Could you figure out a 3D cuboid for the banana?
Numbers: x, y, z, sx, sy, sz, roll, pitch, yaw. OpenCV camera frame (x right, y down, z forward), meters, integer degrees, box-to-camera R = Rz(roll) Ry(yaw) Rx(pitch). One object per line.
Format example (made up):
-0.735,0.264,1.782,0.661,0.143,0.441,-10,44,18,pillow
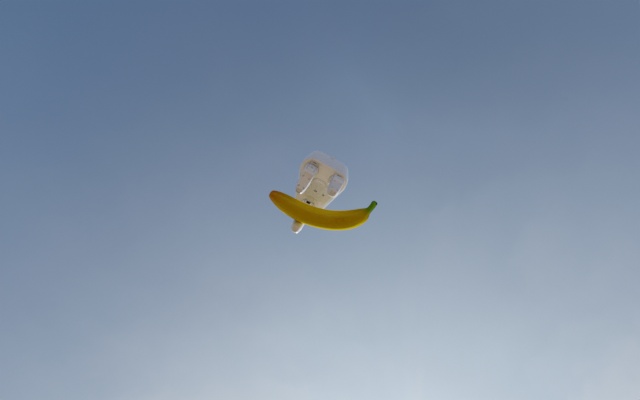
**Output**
0.003,0.021,0.873,0.198,0.070,0.037,5,21,8,banana
